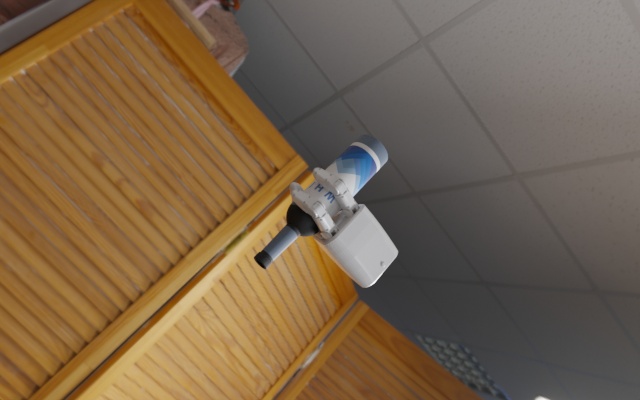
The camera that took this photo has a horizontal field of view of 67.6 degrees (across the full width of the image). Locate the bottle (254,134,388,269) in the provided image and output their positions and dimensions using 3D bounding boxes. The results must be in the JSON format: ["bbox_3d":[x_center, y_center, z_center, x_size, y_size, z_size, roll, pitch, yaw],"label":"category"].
[{"bbox_3d":[0.000,0.002,0.803,0.295,0.069,0.069,-45,22,-23],"label":"bottle"}]
